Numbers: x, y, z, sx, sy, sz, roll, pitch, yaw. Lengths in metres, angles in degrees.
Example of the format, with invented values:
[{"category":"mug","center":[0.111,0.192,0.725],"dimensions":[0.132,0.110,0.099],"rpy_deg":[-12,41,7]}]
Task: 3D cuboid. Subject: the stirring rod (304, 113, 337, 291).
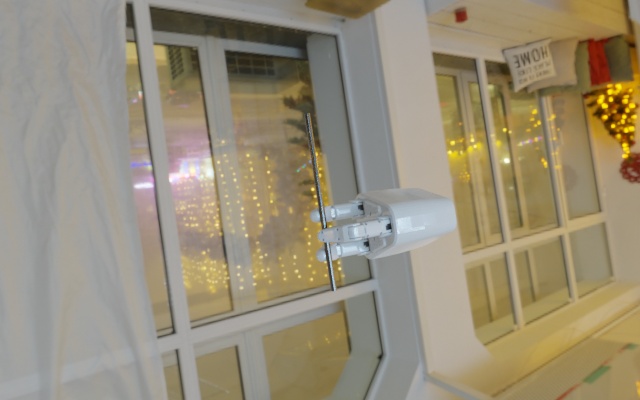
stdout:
[{"category":"stirring rod","center":[0.000,0.002,0.642],"dimensions":[0.011,0.239,0.011],"rpy_deg":[-9,-1,0]}]
